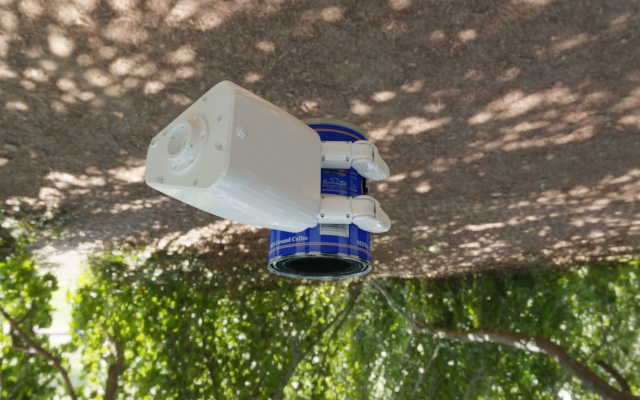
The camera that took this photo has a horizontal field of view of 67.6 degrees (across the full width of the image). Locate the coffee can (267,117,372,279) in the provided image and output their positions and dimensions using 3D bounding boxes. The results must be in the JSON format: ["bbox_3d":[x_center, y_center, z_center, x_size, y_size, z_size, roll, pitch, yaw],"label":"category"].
[{"bbox_3d":[0.000,0.002,0.490,0.103,0.140,0.103,1,-21,0],"label":"coffee can"}]
